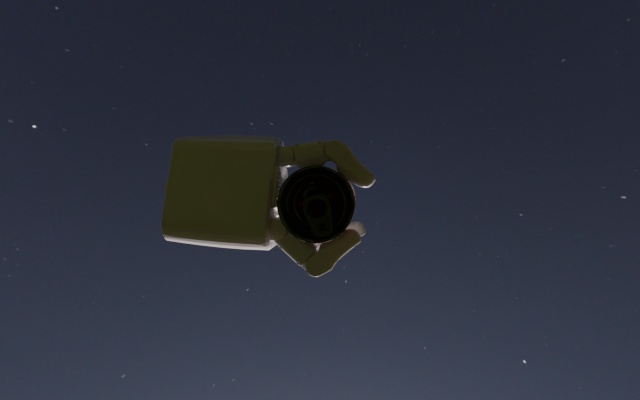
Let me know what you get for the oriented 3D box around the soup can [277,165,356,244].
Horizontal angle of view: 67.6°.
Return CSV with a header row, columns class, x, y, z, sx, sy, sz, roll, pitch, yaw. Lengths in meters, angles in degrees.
class,x,y,z,sx,sy,sz,roll,pitch,yaw
soup can,0.001,0.001,0.463,0.068,0.068,0.102,0,2,5
